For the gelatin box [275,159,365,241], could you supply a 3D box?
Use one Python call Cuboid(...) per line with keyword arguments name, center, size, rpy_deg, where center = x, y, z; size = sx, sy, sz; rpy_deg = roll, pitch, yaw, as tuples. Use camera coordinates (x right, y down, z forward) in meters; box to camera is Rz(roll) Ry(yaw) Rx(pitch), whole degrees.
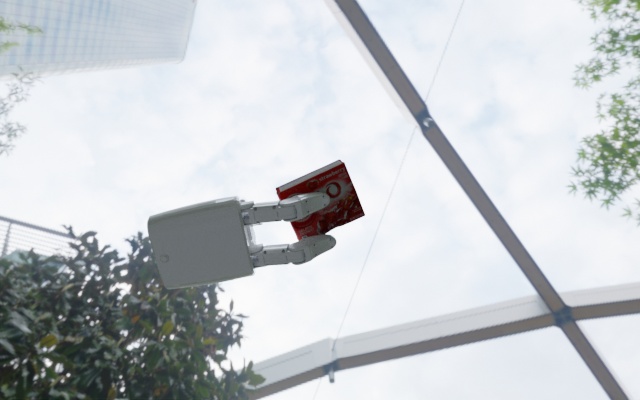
Cuboid(name="gelatin box", center=(0.000, 0.002, 0.578), size=(0.089, 0.073, 0.030), rpy_deg=(-25, 19, -4))
